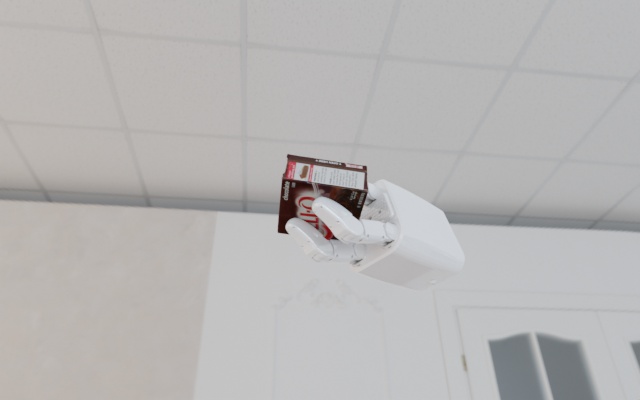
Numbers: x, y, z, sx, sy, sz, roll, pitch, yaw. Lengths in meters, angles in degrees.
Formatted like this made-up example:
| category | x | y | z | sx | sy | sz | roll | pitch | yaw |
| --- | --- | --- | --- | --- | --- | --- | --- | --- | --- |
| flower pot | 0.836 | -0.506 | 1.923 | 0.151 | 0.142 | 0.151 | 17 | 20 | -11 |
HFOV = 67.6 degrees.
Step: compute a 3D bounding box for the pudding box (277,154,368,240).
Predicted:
| category | x | y | z | sx | sy | sz | roll | pitch | yaw |
| --- | --- | --- | --- | --- | --- | --- | --- | --- | --- |
| pudding box | 0.000 | 0.002 | 0.533 | 0.090 | 0.039 | 0.114 | 8 | -37 | -2 |
